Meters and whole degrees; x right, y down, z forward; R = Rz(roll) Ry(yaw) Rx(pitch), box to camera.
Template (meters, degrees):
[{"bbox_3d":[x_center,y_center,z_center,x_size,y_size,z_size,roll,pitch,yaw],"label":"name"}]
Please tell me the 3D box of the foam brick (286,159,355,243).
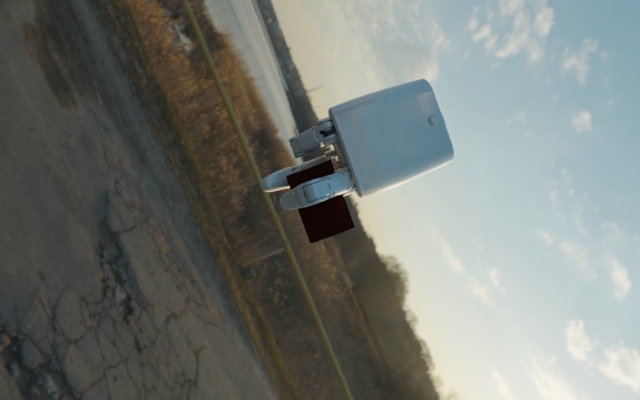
[{"bbox_3d":[0.000,0.002,0.519,0.051,0.078,0.053,-20,1,-1],"label":"foam brick"}]
